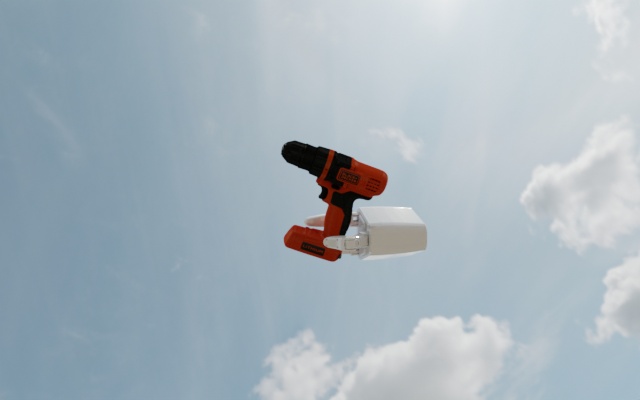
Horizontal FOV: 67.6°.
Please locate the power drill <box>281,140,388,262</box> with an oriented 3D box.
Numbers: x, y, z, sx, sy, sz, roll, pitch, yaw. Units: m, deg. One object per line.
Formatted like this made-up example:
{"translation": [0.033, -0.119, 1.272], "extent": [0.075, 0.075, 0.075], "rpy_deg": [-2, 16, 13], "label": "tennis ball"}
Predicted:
{"translation": [0.000, 0.003, 0.817], "extent": [0.184, 0.188, 0.057], "rpy_deg": [20, 24, -5], "label": "power drill"}
